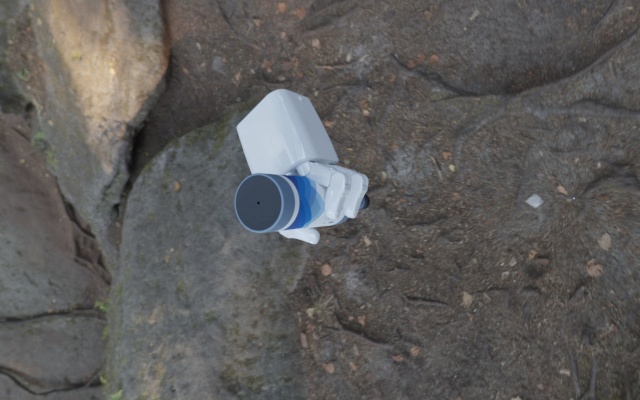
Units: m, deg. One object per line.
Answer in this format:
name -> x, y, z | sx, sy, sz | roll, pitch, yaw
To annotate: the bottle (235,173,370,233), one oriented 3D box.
bottle -> 0.000, 0.002, 0.656 | 0.069, 0.069, 0.296 | 0, 0, 28
